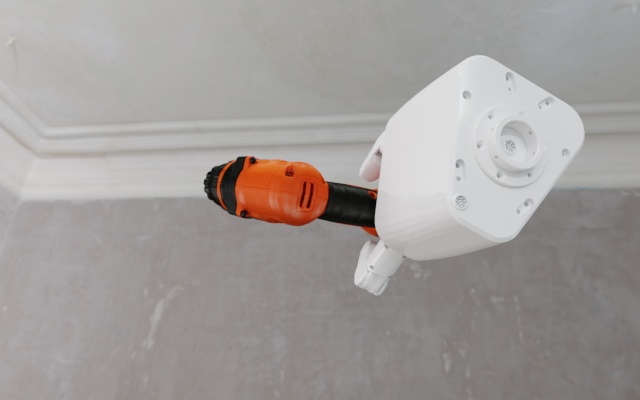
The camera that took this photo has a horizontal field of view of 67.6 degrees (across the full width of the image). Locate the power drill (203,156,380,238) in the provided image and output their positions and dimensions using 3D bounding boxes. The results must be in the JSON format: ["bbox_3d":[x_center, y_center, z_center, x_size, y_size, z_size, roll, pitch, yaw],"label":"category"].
[{"bbox_3d":[0.001,0.001,0.437,0.187,0.057,0.184,9,1,-31],"label":"power drill"}]
